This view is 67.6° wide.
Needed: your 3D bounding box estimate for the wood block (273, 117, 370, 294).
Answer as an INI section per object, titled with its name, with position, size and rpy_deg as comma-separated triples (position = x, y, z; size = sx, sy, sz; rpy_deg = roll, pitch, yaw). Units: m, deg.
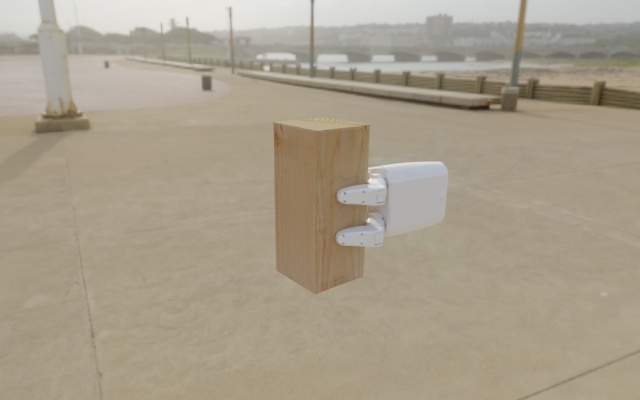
[wood block]
position = 0.000, 0.002, 0.625
size = 0.090, 0.206, 0.091
rpy_deg = -13, 22, -37
